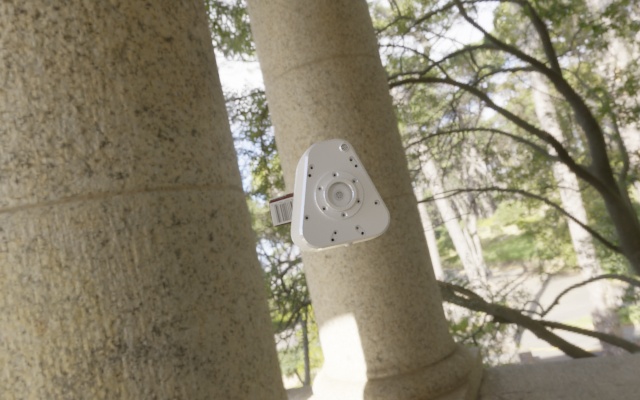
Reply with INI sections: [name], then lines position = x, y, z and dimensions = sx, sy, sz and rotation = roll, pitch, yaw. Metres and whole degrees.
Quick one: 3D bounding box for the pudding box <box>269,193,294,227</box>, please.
[pudding box]
position = 0.000, 0.002, 0.640
dimensions = 0.113, 0.039, 0.090
rotation = -13, -3, 21
